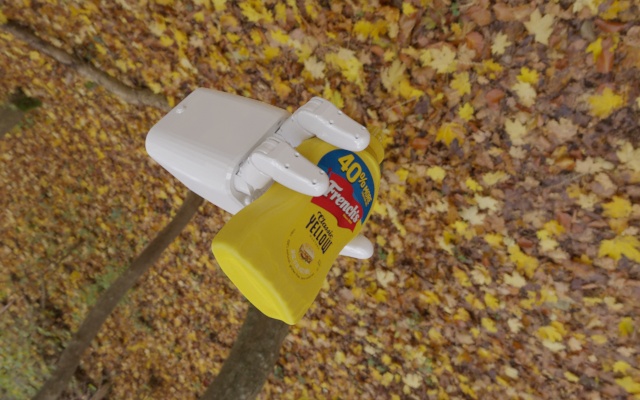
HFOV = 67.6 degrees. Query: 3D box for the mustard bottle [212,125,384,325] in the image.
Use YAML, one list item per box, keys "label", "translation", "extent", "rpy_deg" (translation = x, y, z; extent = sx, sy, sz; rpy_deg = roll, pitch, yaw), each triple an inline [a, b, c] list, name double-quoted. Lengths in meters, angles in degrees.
- label: "mustard bottle"
  translation: [0.000, 0.002, 0.404]
  extent: [0.058, 0.096, 0.191]
  rpy_deg: [5, 47, 45]
